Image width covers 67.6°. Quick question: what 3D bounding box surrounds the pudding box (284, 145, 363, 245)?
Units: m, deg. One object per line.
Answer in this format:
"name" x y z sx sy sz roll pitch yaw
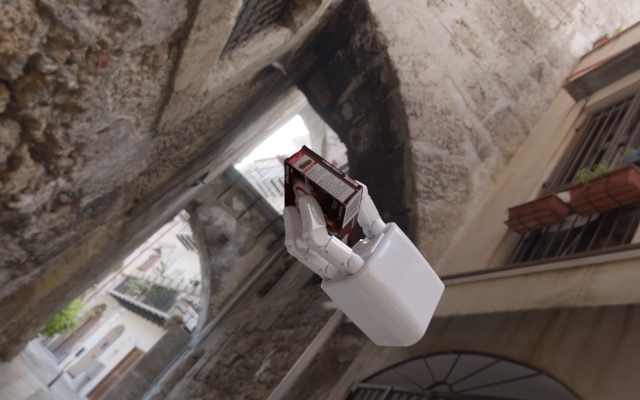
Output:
"pudding box" 0.000 0.002 0.559 0.090 0.039 0.114 36 -31 19
